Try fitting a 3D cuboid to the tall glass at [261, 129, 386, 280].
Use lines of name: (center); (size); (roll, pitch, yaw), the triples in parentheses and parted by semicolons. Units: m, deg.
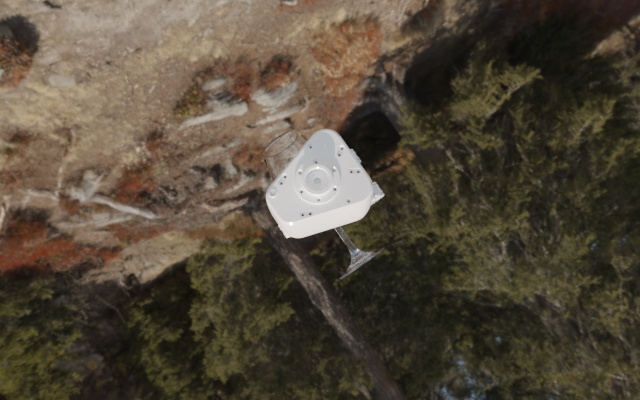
tall glass: (0.000, 0.003, 0.640); (0.079, 0.201, 0.079); (-34, -9, -6)
